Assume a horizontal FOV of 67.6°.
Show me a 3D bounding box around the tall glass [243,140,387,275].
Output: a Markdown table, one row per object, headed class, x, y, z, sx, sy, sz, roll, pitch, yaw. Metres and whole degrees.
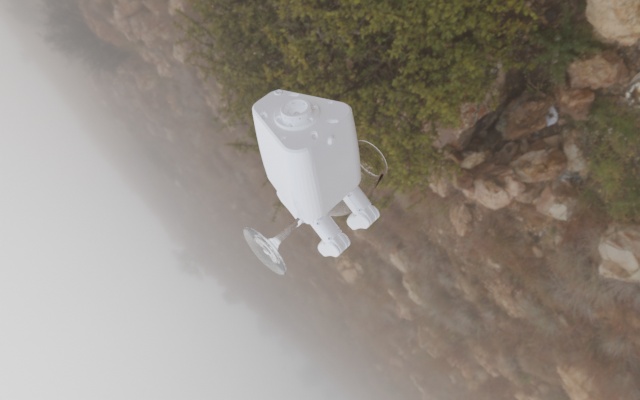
| class | x | y | z | sx | sy | sz | roll | pitch | yaw |
| --- | --- | --- | --- | --- | --- | --- | --- | --- | --- |
| tall glass | 0.000 | 0.002 | 0.615 | 0.201 | 0.079 | 0.079 | -41 | 20 | -25 |
